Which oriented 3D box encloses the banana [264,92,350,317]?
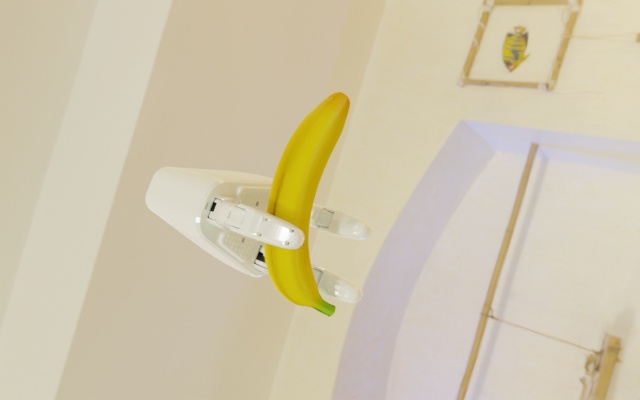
[{"bbox_3d":[-0.014,0.005,0.405,0.069,0.198,0.037,-3,12,-41],"label":"banana"}]
